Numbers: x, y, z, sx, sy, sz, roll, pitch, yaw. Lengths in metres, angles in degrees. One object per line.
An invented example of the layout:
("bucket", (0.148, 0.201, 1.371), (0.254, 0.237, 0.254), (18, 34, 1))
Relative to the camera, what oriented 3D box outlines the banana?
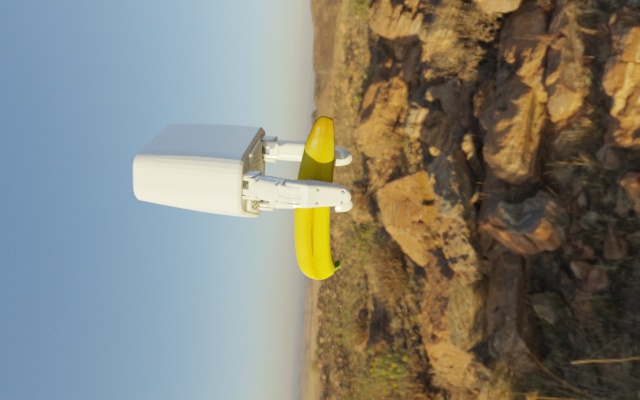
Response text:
("banana", (-0.004, 0.015, 0.486), (0.037, 0.198, 0.069), (7, 37, 12))
